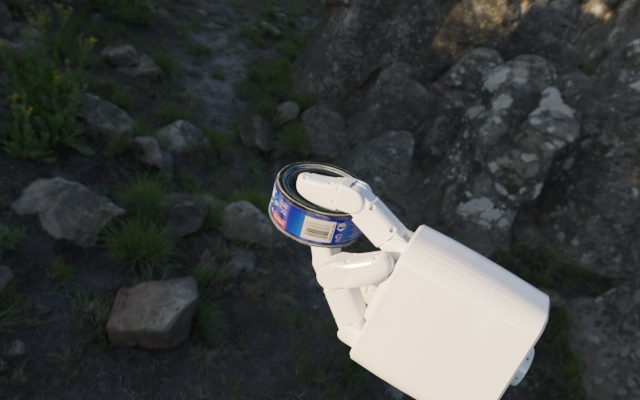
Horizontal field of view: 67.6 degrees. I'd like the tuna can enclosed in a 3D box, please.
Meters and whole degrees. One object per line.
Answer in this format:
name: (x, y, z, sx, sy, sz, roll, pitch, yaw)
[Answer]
tuna can: (0.000, 0.001, 0.413, 0.086, 0.034, 0.086, 11, 32, -7)
